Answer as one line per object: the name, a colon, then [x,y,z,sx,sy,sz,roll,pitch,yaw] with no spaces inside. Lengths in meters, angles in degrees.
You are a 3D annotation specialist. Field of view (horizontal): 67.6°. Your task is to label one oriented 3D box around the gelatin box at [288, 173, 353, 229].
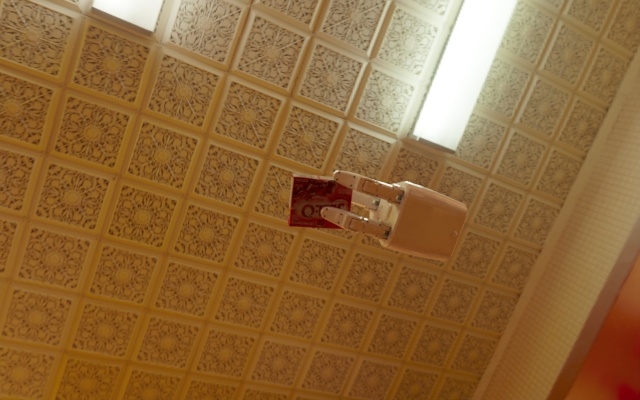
gelatin box: [0.000,0.002,0.689,0.089,0.073,0.030,4,13,-10]
